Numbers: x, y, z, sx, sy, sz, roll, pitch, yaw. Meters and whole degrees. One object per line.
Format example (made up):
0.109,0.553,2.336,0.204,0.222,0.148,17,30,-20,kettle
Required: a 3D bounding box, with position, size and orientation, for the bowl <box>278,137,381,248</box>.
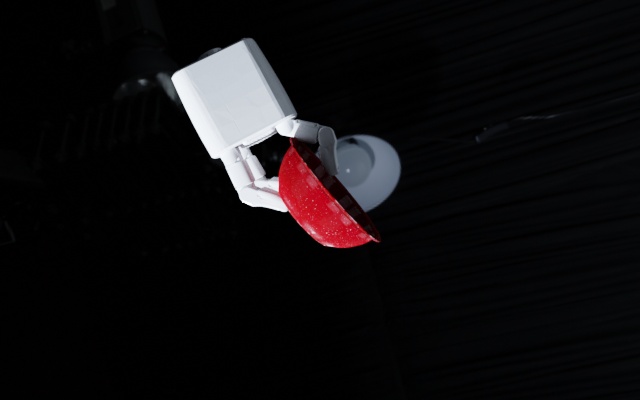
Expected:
0.001,0.003,0.568,0.055,0.162,0.162,-41,-8,9,bowl
